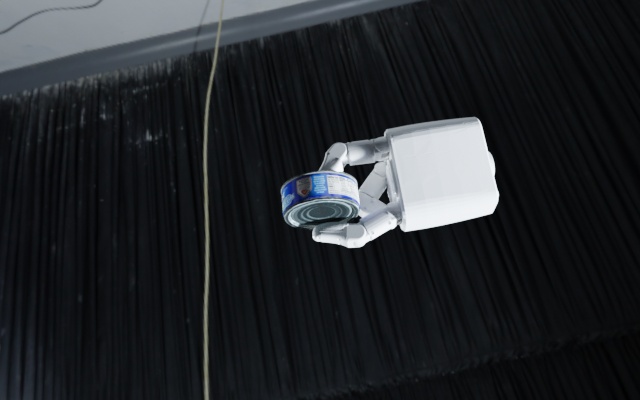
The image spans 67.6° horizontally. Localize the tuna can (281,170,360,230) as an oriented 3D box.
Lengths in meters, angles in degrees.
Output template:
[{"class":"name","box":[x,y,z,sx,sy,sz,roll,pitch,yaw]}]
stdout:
[{"class":"tuna can","box":[0.000,0.002,0.525,0.086,0.033,0.086,-5,-25,-2]}]
